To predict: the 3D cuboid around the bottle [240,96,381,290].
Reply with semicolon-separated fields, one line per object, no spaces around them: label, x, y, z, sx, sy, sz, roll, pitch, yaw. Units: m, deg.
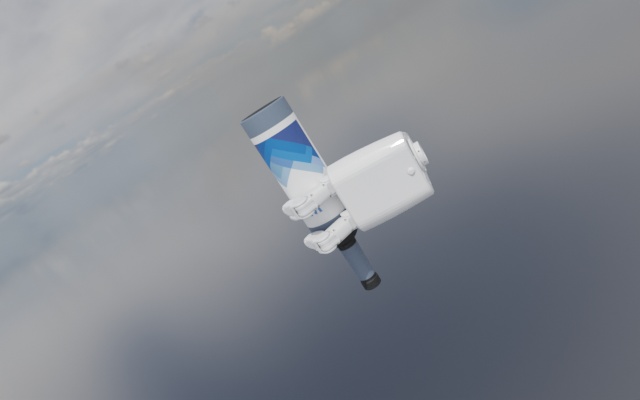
bottle;0.000;0.002;0.652;0.069;0.296;0.069;-30;16;9
